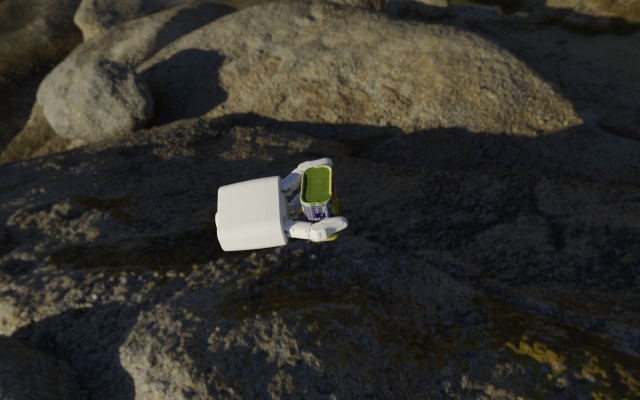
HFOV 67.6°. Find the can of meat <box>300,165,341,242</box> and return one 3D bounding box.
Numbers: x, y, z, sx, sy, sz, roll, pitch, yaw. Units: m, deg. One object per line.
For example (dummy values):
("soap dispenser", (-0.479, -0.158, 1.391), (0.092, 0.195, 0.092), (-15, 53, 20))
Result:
("can of meat", (0.000, 0.002, 0.799), (0.057, 0.084, 0.102), (-6, 42, 7))
